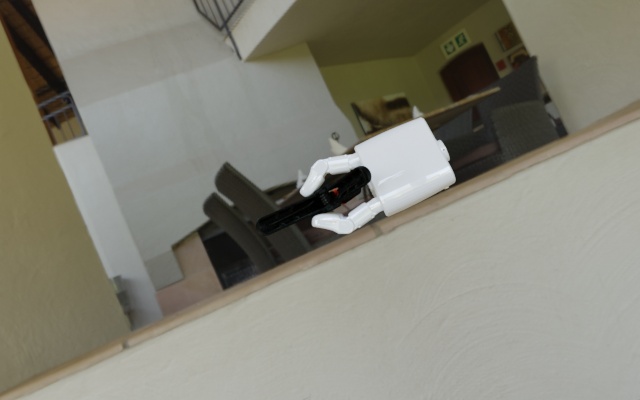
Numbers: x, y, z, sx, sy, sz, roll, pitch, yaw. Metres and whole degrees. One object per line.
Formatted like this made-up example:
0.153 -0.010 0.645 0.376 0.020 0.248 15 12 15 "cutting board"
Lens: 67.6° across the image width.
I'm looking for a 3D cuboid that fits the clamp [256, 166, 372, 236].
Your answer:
0.000 0.001 0.689 0.164 0.036 0.210 -26 -4 6 "clamp"
